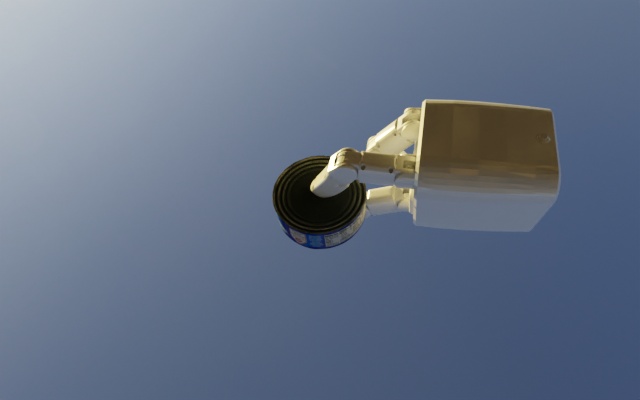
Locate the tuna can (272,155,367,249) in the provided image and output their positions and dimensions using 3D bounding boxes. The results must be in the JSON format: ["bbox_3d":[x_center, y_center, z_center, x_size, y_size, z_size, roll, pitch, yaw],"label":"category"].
[{"bbox_3d":[0.000,0.002,0.446,0.086,0.086,0.034,0,-33,6],"label":"tuna can"}]
